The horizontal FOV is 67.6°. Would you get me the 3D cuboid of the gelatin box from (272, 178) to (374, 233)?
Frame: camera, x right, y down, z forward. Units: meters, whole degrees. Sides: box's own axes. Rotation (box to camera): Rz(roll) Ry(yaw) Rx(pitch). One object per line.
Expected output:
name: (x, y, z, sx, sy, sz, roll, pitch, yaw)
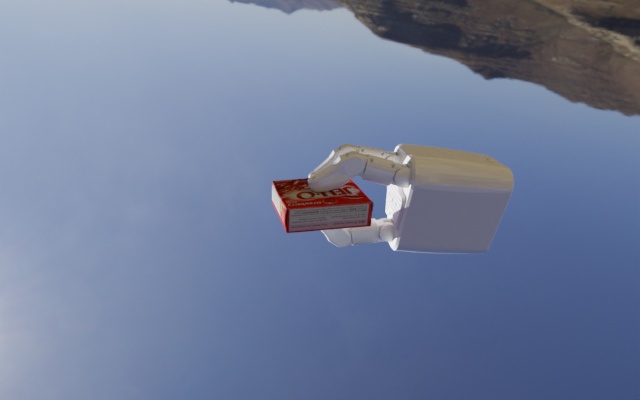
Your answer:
gelatin box: (0.000, 0.002, 0.489, 0.089, 0.030, 0.073, -5, 25, -15)
